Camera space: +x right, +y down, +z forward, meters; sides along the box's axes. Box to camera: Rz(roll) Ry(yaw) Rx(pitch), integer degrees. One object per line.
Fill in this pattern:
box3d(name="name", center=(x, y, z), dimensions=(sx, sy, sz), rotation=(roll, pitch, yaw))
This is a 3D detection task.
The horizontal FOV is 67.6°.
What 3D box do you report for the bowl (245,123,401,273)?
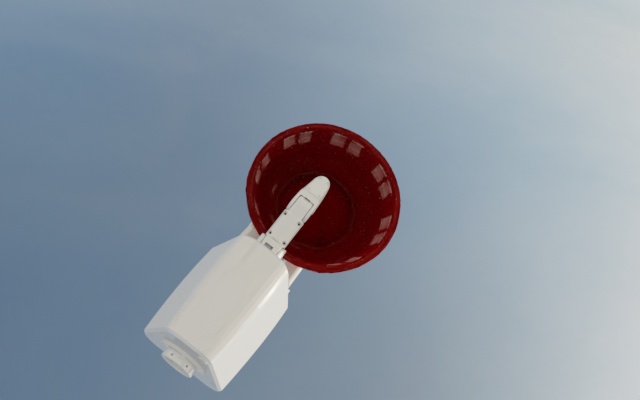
box3d(name="bowl", center=(0.001, 0.001, 0.509), dimensions=(0.162, 0.162, 0.055), rotation=(0, -18, -13))
